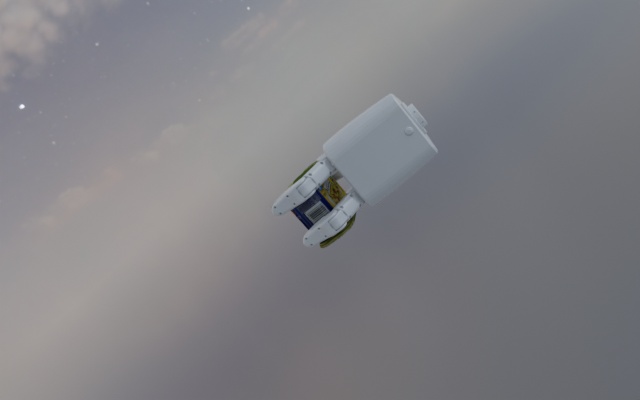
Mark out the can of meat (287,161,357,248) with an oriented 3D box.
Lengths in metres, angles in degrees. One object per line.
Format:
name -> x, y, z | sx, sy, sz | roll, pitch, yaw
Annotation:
can of meat -> 0.000, 0.002, 0.636 | 0.057, 0.084, 0.102 | -37, 11, 20
